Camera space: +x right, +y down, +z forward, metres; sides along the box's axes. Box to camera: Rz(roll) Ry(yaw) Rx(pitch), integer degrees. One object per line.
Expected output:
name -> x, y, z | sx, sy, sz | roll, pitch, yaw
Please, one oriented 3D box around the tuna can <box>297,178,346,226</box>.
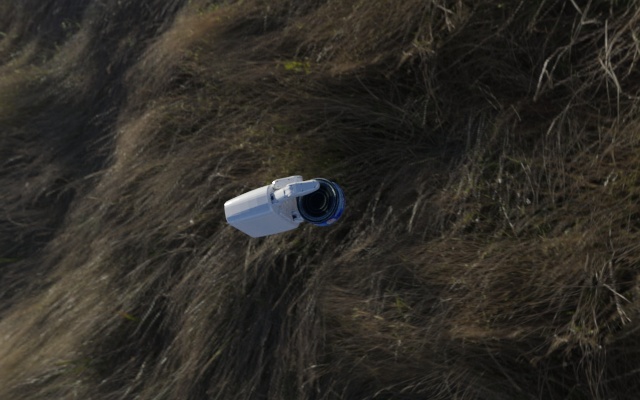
tuna can -> 0.000, 0.003, 0.869 | 0.086, 0.086, 0.034 | 0, -10, 24
